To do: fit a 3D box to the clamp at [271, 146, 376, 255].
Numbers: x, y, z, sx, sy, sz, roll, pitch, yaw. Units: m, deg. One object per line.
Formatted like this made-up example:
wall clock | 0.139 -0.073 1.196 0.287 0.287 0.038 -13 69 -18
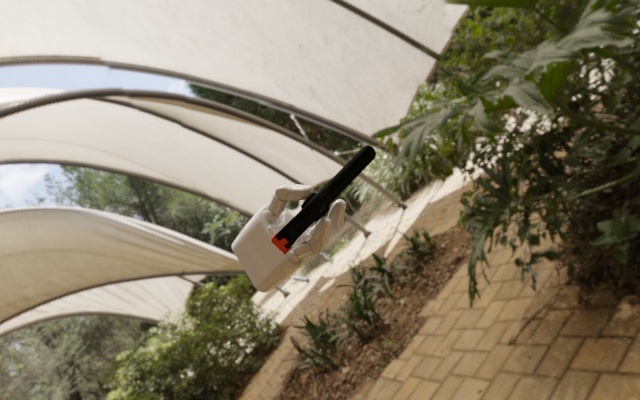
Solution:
clamp | -0.001 0.002 0.712 0.165 0.036 0.210 -46 0 39
